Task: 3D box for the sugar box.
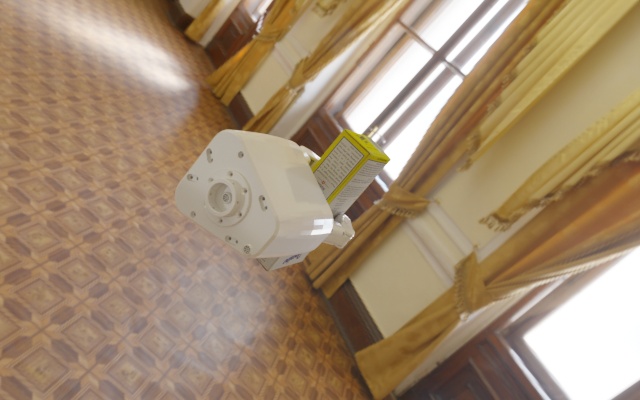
[{"bbox_3d":[0.000,0.001,0.549,0.176,0.048,0.093,-47,-16,17],"label":"sugar box"}]
